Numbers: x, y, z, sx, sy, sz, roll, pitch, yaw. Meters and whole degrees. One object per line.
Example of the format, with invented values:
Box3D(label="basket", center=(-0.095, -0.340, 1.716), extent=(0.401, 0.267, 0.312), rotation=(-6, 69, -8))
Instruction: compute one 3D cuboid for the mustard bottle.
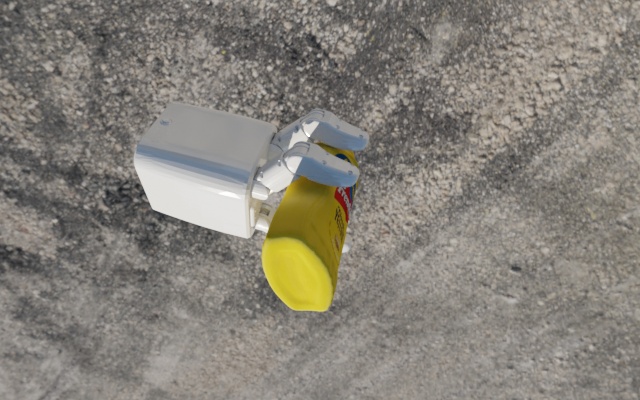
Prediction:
Box3D(label="mustard bottle", center=(0.000, 0.002, 0.452), extent=(0.058, 0.096, 0.191), rotation=(-3, 40, 18))
